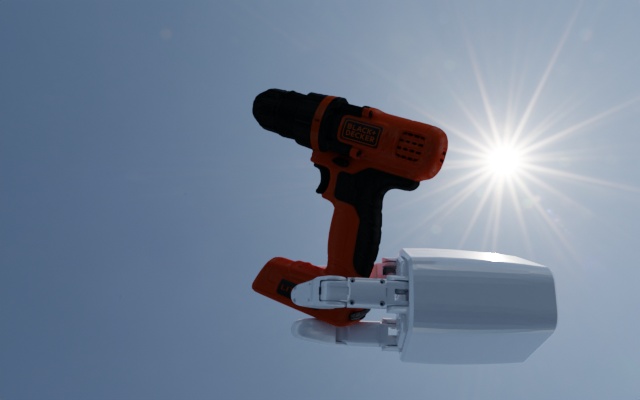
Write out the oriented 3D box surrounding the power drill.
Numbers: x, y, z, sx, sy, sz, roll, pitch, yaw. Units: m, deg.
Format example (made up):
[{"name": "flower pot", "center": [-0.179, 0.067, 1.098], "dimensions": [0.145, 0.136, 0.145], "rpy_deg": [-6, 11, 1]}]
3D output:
[{"name": "power drill", "center": [0.000, 0.002, 0.426], "dimensions": [0.184, 0.187, 0.057], "rpy_deg": [19, 8, 24]}]
